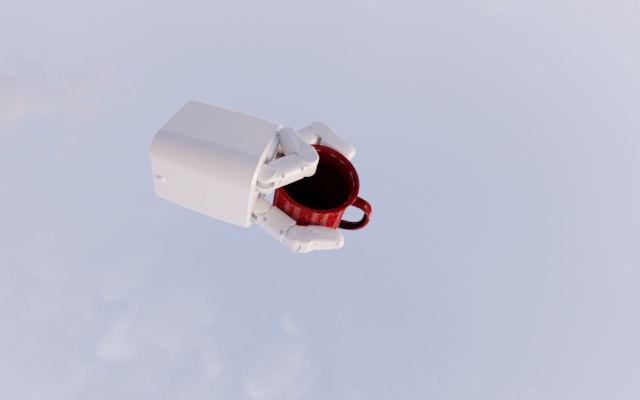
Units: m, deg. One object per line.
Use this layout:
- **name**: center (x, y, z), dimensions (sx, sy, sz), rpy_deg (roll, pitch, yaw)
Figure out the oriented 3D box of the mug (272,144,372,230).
- **mug**: center (0.001, 0.002, 0.536), dimensions (0.117, 0.093, 0.082), rpy_deg (19, -37, -1)
